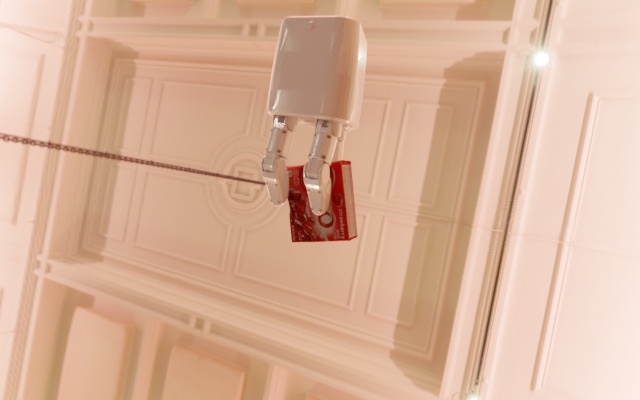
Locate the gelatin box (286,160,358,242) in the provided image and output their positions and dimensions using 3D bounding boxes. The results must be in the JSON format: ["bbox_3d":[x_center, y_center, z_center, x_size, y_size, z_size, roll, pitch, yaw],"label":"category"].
[{"bbox_3d":[0.000,0.002,0.540,0.073,0.089,0.030,-4,3,27],"label":"gelatin box"}]
